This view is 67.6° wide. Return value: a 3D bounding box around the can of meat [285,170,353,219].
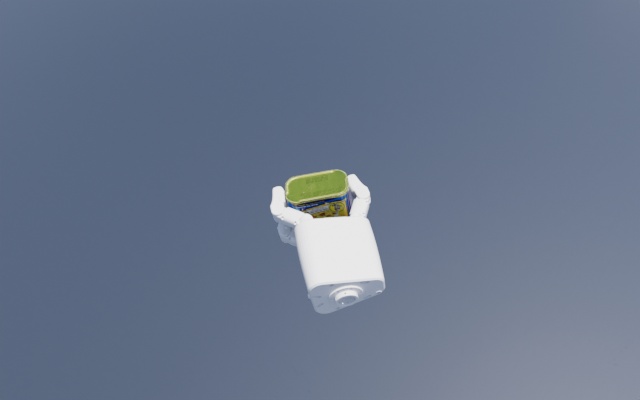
[{"bbox_3d":[0.000,0.002,0.741,0.102,0.057,0.084,-10,-38,3],"label":"can of meat"}]
